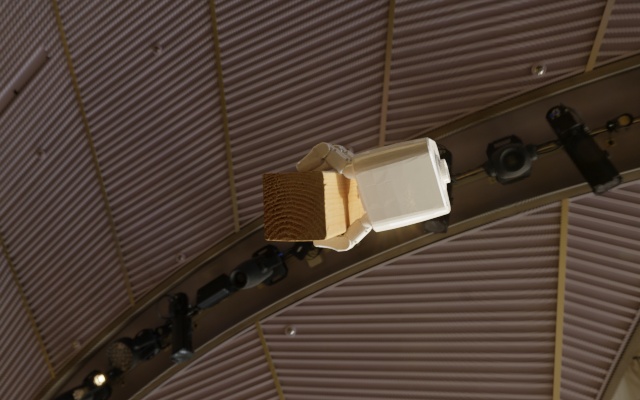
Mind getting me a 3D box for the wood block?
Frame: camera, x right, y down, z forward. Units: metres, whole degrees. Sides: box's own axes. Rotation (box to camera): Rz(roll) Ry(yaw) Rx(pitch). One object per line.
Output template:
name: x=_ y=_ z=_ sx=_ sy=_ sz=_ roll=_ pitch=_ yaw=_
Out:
wood block: x=0.001 y=0.003 z=0.711 sx=0.090 sy=0.091 sz=0.206 roll=-2 pitch=2 yaw=20
